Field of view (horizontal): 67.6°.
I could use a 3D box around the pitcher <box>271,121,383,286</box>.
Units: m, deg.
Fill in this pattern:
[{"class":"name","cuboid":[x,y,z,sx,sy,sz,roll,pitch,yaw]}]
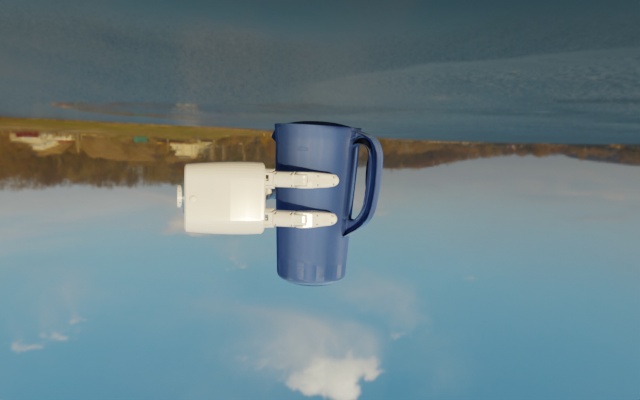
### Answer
[{"class":"pitcher","cuboid":[0.000,0.002,0.727,0.145,0.243,0.149,1,7,-15]}]
